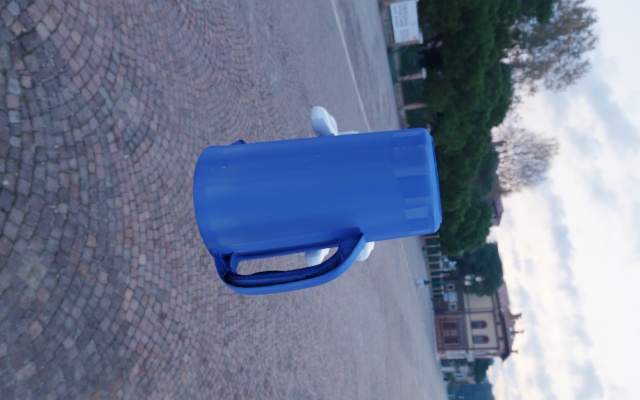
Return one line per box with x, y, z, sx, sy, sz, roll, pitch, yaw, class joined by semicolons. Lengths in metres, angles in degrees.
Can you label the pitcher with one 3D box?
0.000;0.002;0.504;0.243;0.149;0.145;-6;12;12;pitcher
